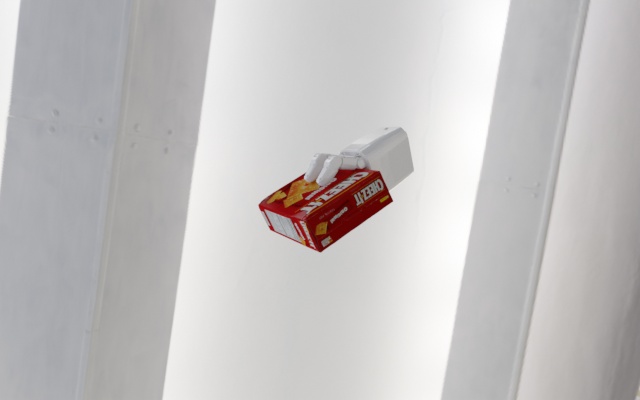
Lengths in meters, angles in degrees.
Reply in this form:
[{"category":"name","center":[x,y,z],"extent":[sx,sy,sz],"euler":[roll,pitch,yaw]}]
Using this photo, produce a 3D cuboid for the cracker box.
[{"category":"cracker box","center":[0.000,0.003,0.870],"extent":[0.164,0.072,0.213],"euler":[-34,21,-20]}]
